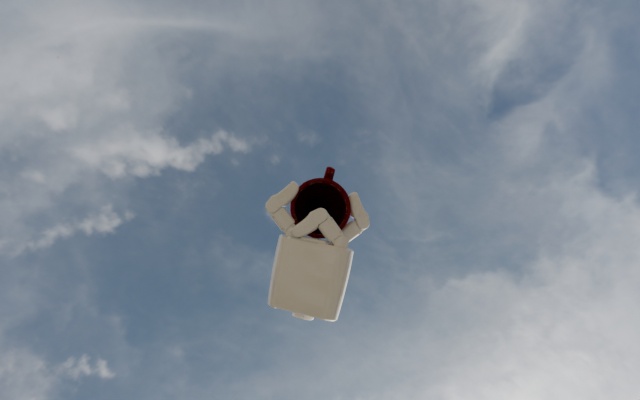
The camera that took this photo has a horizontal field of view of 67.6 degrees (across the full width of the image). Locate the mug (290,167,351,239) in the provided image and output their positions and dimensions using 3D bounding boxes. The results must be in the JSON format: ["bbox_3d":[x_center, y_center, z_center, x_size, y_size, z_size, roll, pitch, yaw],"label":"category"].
[{"bbox_3d":[0.000,0.001,0.768,0.093,0.117,0.081,13,-4,-3],"label":"mug"}]
